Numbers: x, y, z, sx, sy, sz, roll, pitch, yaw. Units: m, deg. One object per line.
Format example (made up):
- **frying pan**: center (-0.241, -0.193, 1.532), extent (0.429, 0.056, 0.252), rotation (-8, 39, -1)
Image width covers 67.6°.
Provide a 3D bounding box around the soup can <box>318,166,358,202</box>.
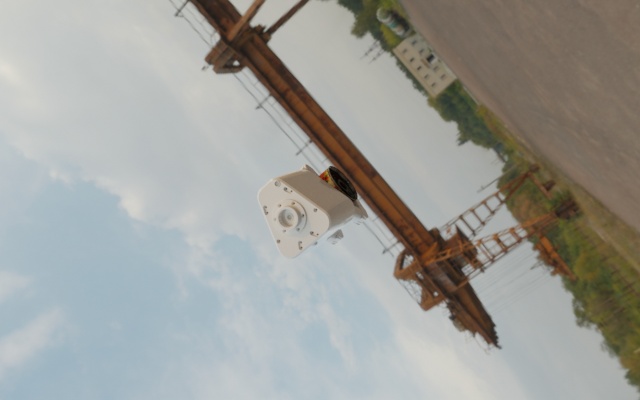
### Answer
- **soup can**: center (0.000, 0.003, 0.768), extent (0.102, 0.068, 0.068), rotation (-40, -16, 20)
